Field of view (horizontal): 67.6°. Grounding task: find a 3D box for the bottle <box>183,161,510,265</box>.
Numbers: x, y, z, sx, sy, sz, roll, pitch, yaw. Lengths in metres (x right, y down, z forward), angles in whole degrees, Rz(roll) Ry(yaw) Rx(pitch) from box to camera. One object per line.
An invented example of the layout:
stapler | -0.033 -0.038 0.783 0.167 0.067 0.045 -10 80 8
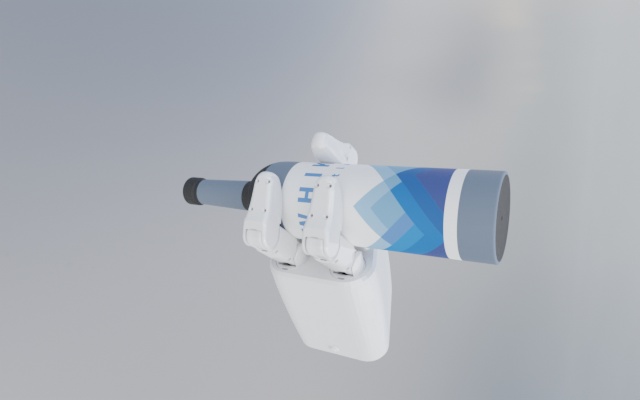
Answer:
bottle | 0.000 0.001 0.406 0.295 0.069 0.069 5 2 29
